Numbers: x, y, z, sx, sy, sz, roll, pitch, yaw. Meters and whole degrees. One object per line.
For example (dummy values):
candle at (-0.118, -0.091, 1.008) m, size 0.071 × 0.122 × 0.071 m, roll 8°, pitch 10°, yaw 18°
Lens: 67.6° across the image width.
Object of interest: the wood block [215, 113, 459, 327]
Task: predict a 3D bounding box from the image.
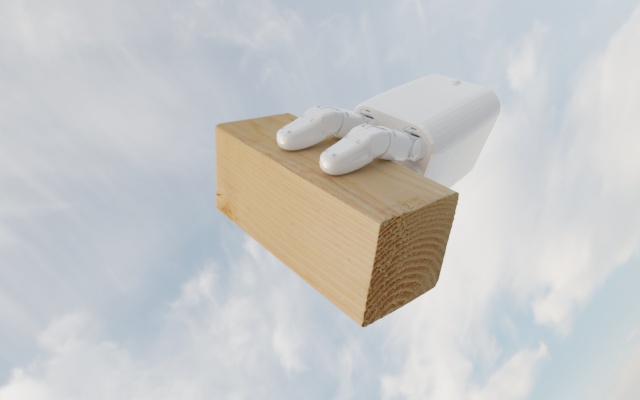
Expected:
wood block at (0.000, 0.001, 0.411) m, size 0.090 × 0.091 × 0.206 m, roll -18°, pitch 35°, yaw -37°
